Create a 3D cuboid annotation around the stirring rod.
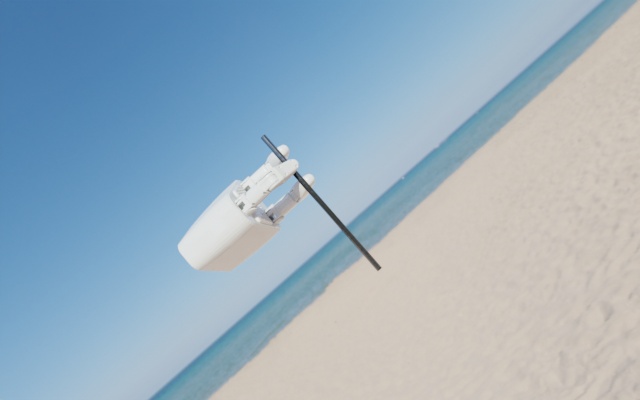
[{"bbox_3d":[0.000,0.002,0.647,0.011,0.239,0.011,-41,-4,-4],"label":"stirring rod"}]
